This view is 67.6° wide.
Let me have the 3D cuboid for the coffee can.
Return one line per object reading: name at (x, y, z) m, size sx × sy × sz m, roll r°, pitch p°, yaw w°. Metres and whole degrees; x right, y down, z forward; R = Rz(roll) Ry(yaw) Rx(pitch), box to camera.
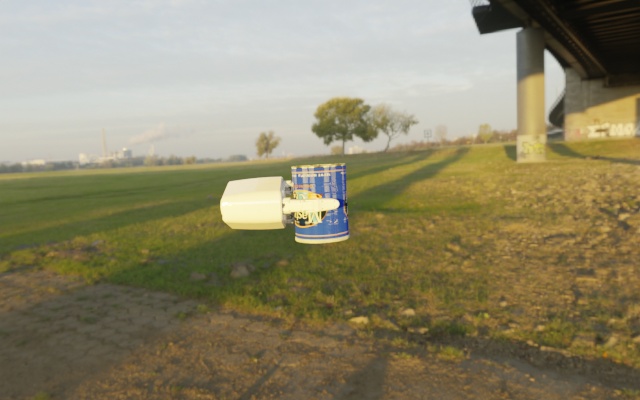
coffee can at (0.000, 0.003, 0.899) m, size 0.103 × 0.140 × 0.103 m, roll -3°, pitch 5°, yaw 0°
